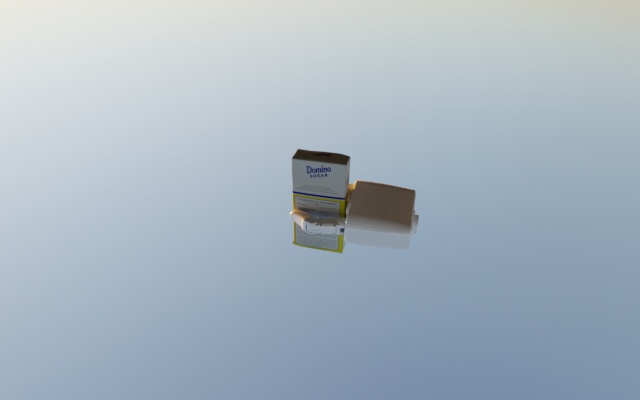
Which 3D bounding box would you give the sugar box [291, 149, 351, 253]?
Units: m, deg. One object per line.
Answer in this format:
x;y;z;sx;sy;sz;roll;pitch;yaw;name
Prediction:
0.000;0.003;0.815;0.093;0.176;0.048;9;30;10;sugar box
